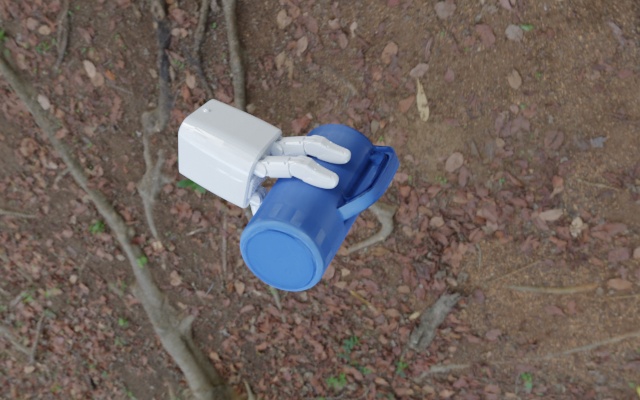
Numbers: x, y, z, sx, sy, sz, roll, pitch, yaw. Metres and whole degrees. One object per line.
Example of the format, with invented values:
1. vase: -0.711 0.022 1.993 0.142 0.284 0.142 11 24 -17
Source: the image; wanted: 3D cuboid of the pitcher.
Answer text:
1. pitcher: 0.000 0.002 0.642 0.145 0.149 0.242 27 39 3
